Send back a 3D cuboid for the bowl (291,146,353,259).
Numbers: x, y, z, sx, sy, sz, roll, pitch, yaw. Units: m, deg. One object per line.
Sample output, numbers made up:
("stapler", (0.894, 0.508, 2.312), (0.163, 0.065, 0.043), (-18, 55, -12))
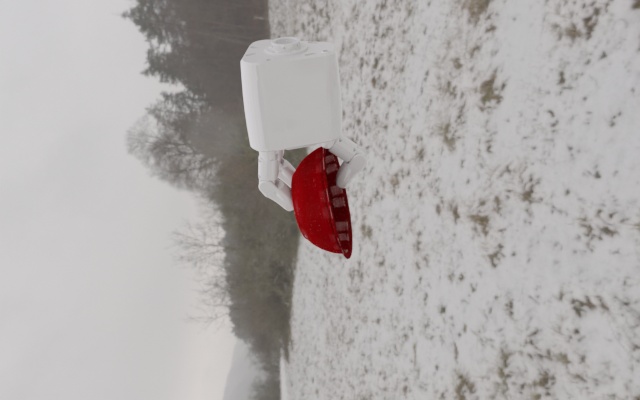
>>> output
("bowl", (0.000, 0.003, 0.640), (0.055, 0.162, 0.162), (-11, -2, 11))
